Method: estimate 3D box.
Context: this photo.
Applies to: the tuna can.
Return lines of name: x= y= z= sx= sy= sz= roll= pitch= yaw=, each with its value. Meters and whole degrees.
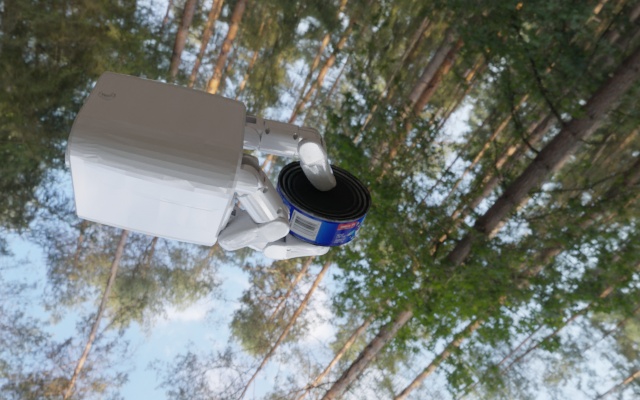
tuna can: x=0.000 y=0.002 z=0.429 sx=0.086 sy=0.034 sz=0.086 roll=13 pitch=36 yaw=-10
